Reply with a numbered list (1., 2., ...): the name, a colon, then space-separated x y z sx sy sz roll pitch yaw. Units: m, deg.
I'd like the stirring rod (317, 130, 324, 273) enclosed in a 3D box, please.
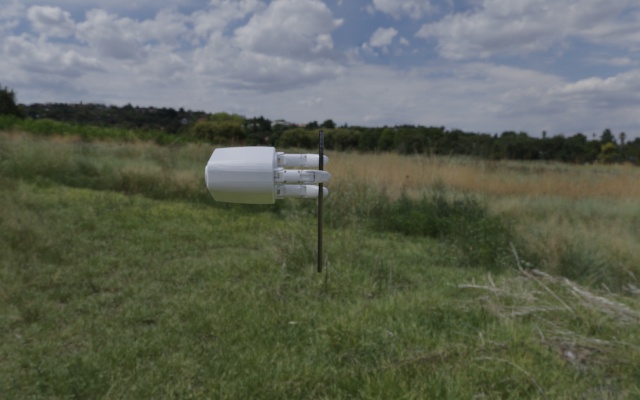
1. stirring rod: 0.000 0.003 0.808 0.011 0.239 0.011 1 4 0
